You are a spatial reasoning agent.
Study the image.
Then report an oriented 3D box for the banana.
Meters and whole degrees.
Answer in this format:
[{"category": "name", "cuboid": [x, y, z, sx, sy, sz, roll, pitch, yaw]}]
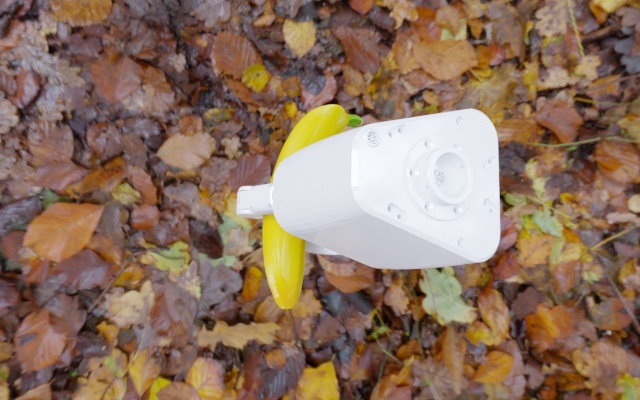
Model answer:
[{"category": "banana", "cuboid": [-0.012, -0.011, 0.405, 0.070, 0.197, 0.037, 35, -24, -30]}]
